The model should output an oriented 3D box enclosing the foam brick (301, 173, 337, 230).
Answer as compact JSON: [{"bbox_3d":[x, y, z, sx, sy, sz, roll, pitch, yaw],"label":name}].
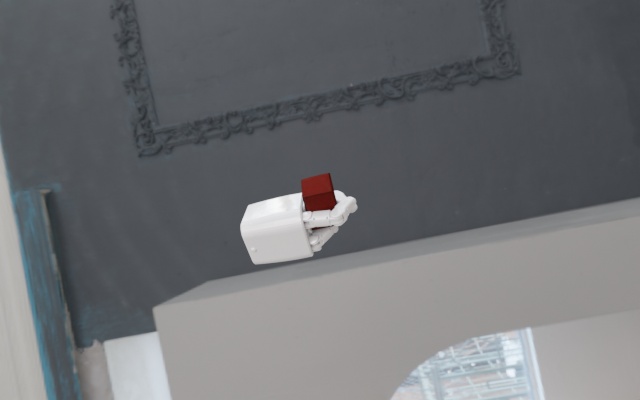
[{"bbox_3d":[0.000,0.002,0.811,0.051,0.078,0.053,-11,38,5],"label":"foam brick"}]
